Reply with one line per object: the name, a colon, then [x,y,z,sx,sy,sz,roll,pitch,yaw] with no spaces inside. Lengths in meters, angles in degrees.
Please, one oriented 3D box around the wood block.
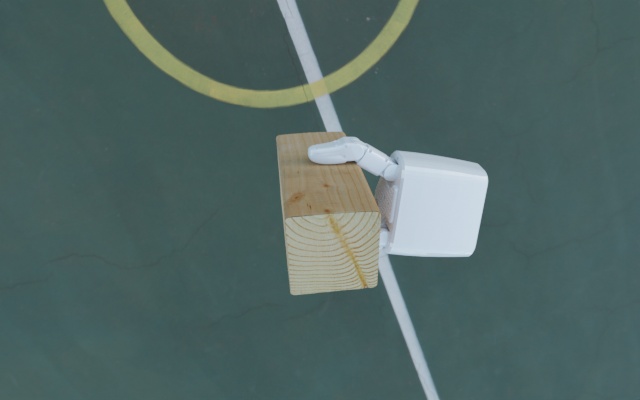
wood block: [0.000,0.002,0.539,0.090,0.091,0.206,-4,29,-6]
